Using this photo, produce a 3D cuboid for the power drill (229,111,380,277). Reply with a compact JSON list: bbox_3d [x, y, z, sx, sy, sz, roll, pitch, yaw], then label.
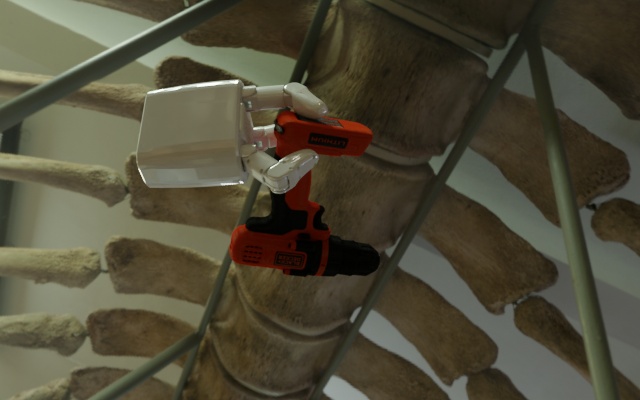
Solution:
[{"bbox_3d":[0.000,0.001,0.546,0.184,0.188,0.057,8,20,-17],"label":"power drill"}]
